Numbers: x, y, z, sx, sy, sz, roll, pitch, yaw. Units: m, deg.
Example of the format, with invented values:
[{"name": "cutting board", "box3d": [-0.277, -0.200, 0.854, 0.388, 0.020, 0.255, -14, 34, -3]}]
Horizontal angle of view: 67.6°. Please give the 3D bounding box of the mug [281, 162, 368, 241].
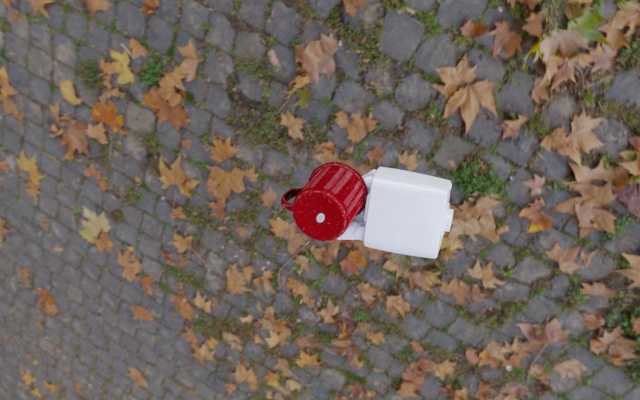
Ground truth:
[{"name": "mug", "box3d": [-0.001, 0.002, 0.670, 0.117, 0.093, 0.081, 9, 29, 18]}]
